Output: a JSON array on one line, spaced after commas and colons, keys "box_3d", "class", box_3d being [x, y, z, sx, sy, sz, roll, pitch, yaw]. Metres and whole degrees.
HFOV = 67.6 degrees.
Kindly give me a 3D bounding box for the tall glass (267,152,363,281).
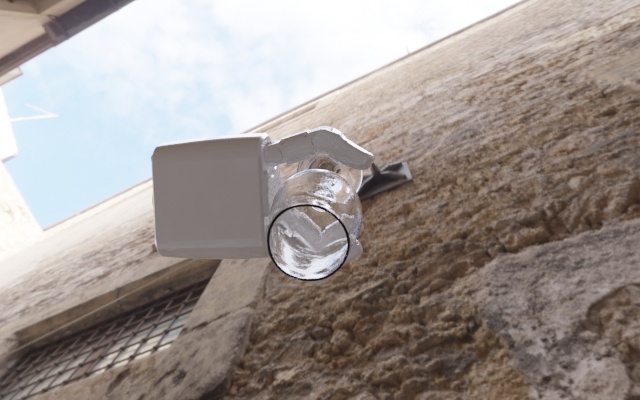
[{"box_3d": [0.000, 0.001, 0.442, 0.079, 0.079, 0.201, 0, 18, 5], "class": "tall glass"}]
